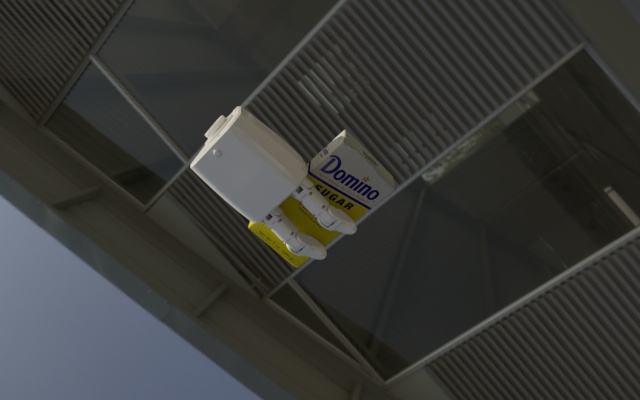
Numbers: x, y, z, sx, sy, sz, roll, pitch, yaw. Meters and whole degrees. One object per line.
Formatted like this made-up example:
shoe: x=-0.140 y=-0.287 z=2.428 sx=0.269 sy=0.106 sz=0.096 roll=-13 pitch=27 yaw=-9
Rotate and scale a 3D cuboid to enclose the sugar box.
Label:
sugar box: x=0.000 y=0.002 z=0.619 sx=0.176 sy=0.093 sz=0.048 roll=-41 pitch=20 yaw=23
